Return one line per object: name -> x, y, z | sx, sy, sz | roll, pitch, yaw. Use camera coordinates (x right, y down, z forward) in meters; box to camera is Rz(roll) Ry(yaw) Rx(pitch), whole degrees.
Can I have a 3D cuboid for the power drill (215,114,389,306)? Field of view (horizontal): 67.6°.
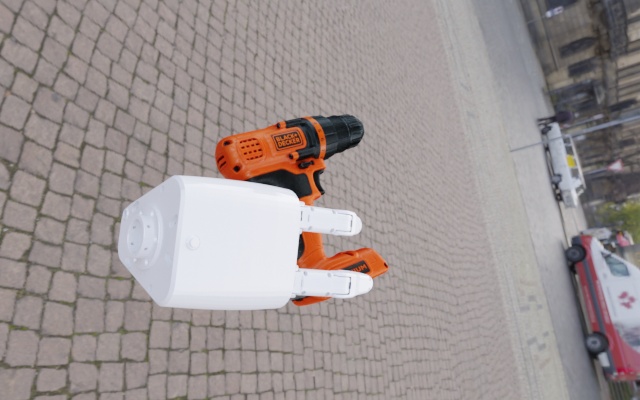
power drill -> 0.000, 0.002, 0.503 | 0.184, 0.187, 0.057 | -19, -8, -34
